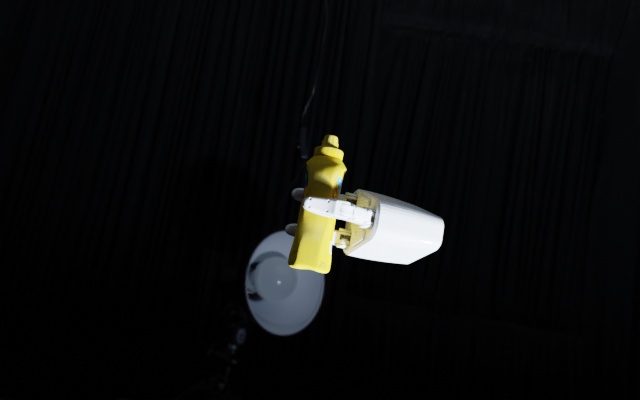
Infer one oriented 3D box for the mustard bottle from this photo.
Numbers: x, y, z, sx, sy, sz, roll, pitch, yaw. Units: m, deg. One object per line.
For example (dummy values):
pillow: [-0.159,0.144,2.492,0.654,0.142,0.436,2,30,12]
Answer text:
mustard bottle: [0.000,0.002,0.665,0.058,0.191,0.096,9,-9,6]
